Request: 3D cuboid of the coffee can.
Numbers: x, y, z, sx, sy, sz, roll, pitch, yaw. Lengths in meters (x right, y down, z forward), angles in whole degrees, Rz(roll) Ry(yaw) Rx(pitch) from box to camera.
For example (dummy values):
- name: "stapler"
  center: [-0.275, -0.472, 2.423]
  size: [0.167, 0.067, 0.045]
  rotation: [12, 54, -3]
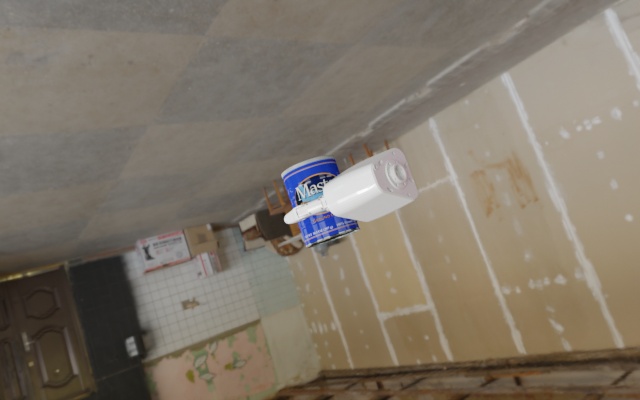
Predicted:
- name: "coffee can"
  center: [0.000, 0.003, 0.856]
  size: [0.103, 0.140, 0.103]
  rotation: [-19, -8, -3]
